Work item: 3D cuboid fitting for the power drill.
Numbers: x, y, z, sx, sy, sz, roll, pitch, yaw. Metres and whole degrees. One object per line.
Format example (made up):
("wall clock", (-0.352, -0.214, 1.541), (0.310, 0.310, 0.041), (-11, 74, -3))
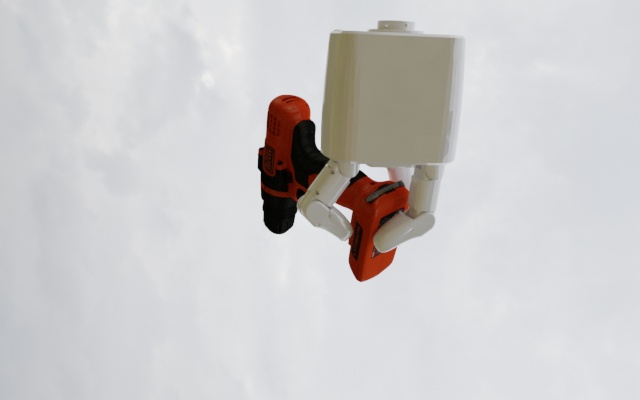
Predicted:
("power drill", (0.000, 0.002, 0.516), (0.057, 0.185, 0.187), (-27, 50, -35))
